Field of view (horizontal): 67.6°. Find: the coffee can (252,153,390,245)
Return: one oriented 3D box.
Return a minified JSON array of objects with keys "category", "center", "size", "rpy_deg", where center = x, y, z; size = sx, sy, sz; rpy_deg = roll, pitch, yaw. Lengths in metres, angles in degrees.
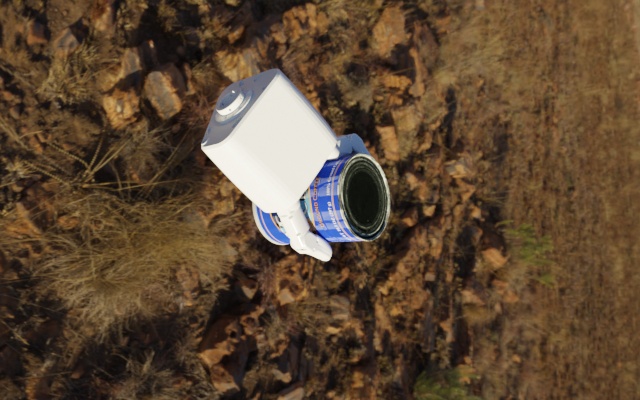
[{"category":"coffee can","center":[0.000,0.002,0.595],"size":[0.140,0.103,0.103],"rpy_deg":[-6,-4,39]}]
